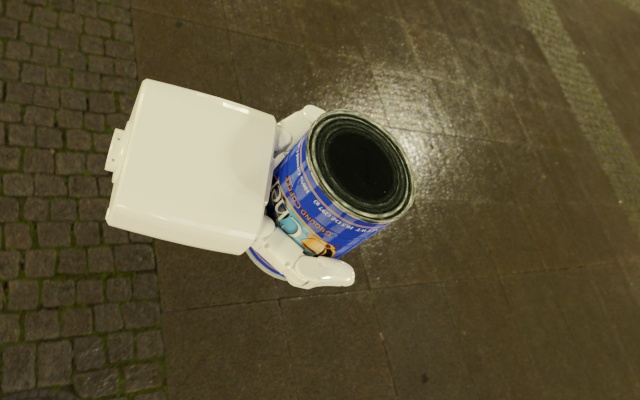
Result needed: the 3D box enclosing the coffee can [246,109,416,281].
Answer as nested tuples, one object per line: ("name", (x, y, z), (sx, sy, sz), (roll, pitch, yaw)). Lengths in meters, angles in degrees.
("coffee can", (0.000, 0.002, 0.425), (0.103, 0.102, 0.140), (0, -26, -33))
